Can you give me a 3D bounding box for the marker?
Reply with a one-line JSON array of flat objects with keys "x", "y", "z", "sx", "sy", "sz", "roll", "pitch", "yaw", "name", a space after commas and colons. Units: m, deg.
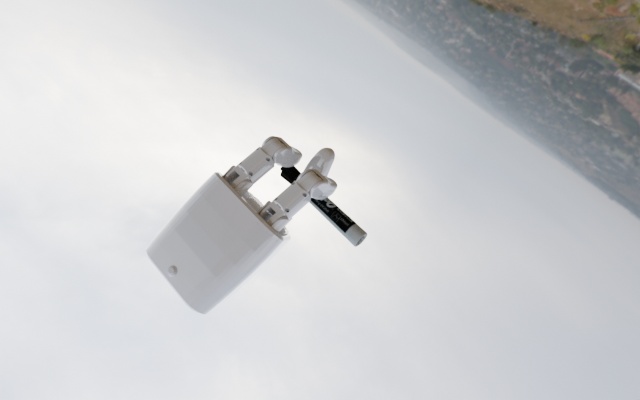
[{"x": 0.000, "y": 0.002, "z": 0.503, "sx": 0.121, "sy": 0.020, "sz": 0.020, "roll": 43, "pitch": 18, "yaw": 20, "name": "marker"}]
